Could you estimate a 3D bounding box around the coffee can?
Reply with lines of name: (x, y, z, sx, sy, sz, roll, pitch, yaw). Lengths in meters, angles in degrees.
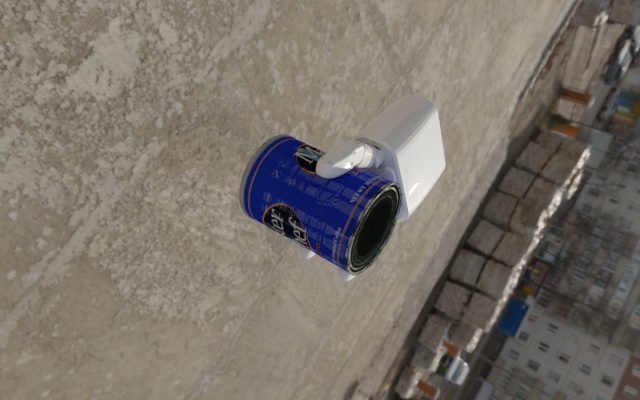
coffee can: (0.000, 0.002, 0.504, 0.140, 0.103, 0.103, 27, 12, 26)
